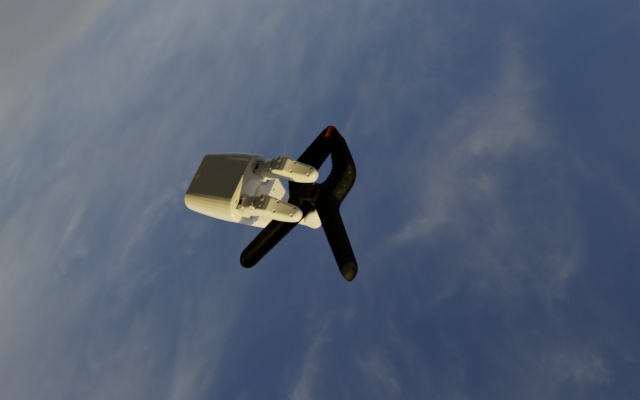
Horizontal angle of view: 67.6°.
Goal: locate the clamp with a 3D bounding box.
[{"bbox_3d":[0.000,0.002,0.594,0.164,0.210,0.036,10,-22,35],"label":"clamp"}]
